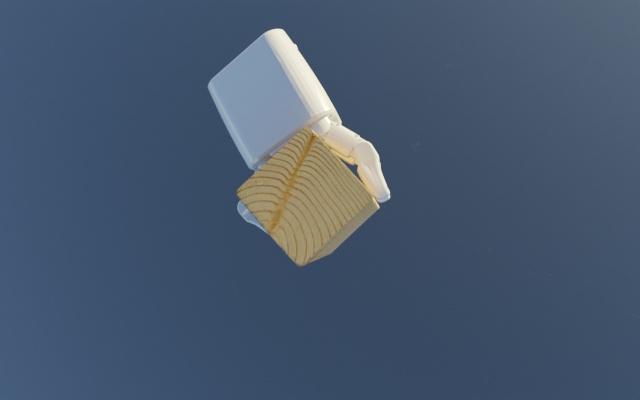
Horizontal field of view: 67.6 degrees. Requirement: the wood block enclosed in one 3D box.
[{"bbox_3d":[0.000,0.002,0.512,0.091,0.090,0.206,-43,-8,4],"label":"wood block"}]
